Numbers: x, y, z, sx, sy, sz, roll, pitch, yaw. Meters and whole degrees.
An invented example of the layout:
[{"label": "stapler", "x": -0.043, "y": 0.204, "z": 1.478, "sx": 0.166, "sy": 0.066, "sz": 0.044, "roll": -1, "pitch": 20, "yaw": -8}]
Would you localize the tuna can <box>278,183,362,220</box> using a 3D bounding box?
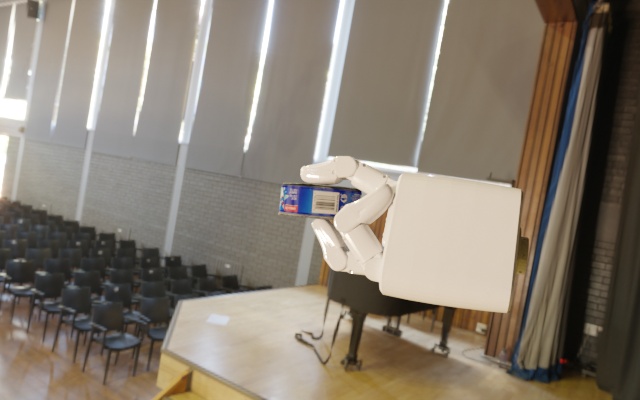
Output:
[{"label": "tuna can", "x": 0.000, "y": 0.001, "z": 0.497, "sx": 0.086, "sy": 0.034, "sz": 0.086, "roll": 5, "pitch": 0, "yaw": 0}]
